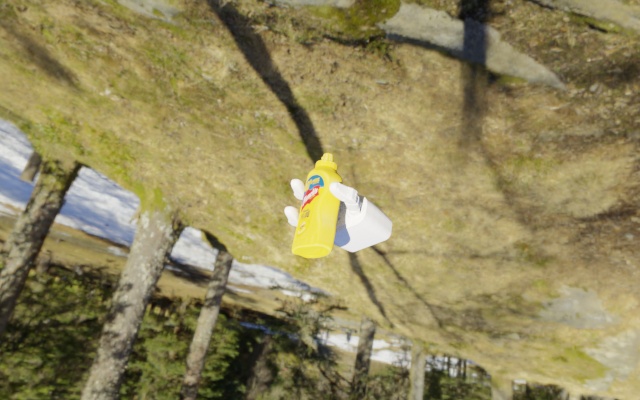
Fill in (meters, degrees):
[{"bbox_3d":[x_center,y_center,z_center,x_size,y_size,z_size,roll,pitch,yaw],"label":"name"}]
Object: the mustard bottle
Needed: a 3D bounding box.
[{"bbox_3d":[0.000,0.003,0.855,0.058,0.191,0.096,20,-24,-22],"label":"mustard bottle"}]
